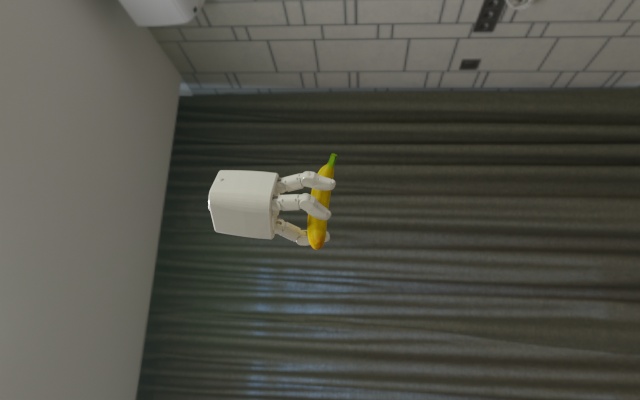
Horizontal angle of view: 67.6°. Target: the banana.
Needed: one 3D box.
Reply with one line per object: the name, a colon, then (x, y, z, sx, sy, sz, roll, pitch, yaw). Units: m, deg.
banana: (-0.002, 0.009, 0.861, 0.037, 0.197, 0.070, 9, -31, -2)
